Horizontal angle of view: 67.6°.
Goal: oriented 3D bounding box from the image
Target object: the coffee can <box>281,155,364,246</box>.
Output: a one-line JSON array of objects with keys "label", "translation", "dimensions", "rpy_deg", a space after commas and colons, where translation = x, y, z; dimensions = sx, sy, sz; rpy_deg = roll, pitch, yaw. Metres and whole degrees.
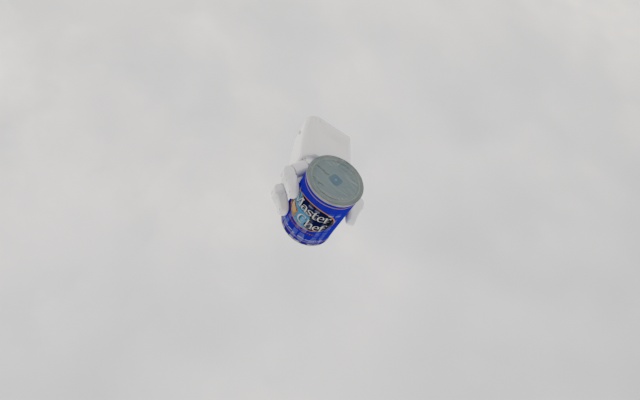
[{"label": "coffee can", "translation": [0.000, 0.003, 0.844], "dimensions": [0.103, 0.102, 0.140], "rpy_deg": [0, -33, -27]}]
